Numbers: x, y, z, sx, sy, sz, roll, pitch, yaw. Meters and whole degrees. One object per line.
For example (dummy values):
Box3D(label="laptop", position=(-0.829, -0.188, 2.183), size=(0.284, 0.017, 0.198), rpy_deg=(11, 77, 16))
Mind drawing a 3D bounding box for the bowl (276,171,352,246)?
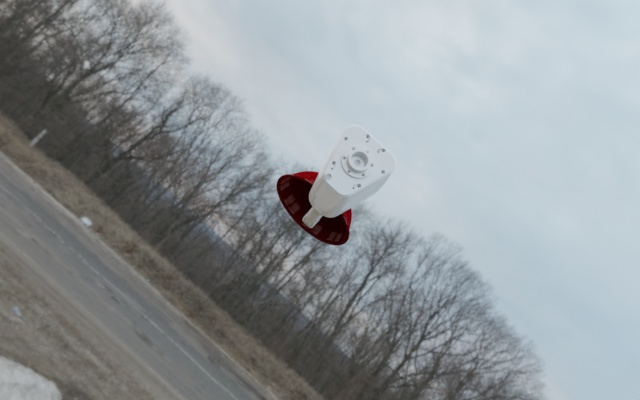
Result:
Box3D(label="bowl", position=(0.000, 0.003, 0.843), size=(0.055, 0.162, 0.162), rpy_deg=(-46, 26, -28))
